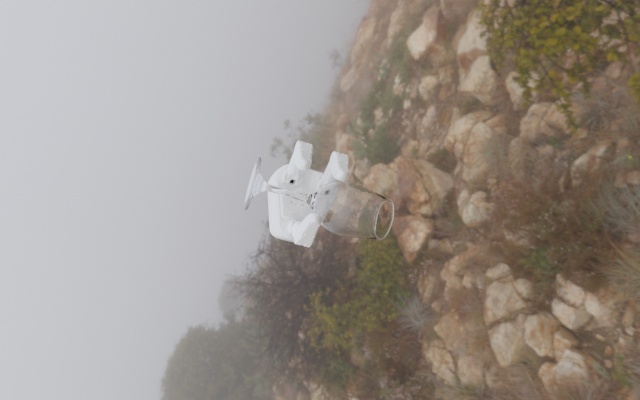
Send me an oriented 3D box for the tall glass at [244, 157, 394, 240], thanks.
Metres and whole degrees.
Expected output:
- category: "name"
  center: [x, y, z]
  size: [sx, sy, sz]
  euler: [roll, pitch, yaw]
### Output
- category: "tall glass"
  center: [-0.001, 0.002, 0.670]
  size: [0.201, 0.079, 0.079]
  euler: [15, -4, -14]
